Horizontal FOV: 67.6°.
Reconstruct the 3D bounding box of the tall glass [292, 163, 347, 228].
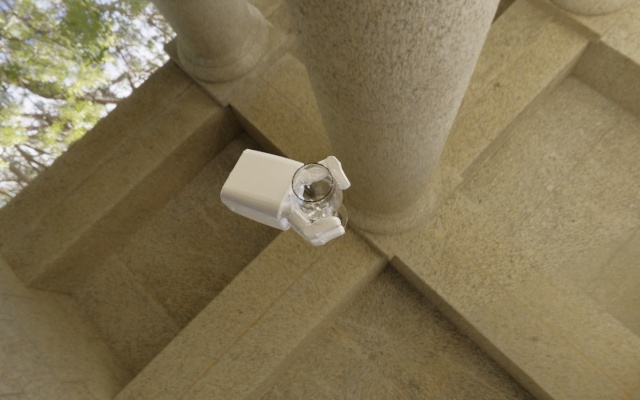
[{"bbox_3d":[0.000,0.003,0.788,0.079,0.079,0.201,0,-17,7],"label":"tall glass"}]
